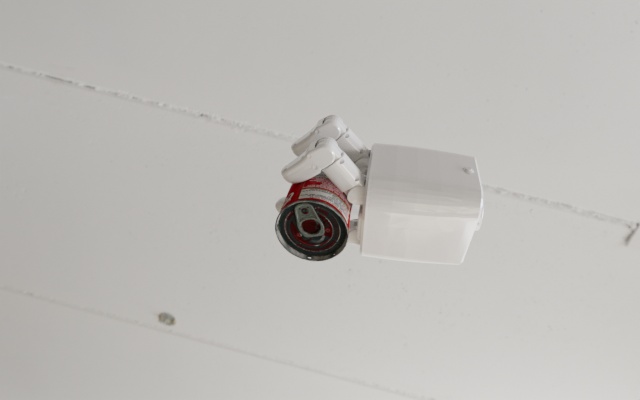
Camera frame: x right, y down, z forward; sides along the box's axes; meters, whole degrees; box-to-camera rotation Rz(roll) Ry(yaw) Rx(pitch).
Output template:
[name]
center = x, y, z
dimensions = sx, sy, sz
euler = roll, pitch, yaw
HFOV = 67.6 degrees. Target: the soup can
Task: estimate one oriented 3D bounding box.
[soup can]
center = 0.000, 0.001, 0.473
dimensions = 0.068, 0.068, 0.102
euler = 0, 33, 11
